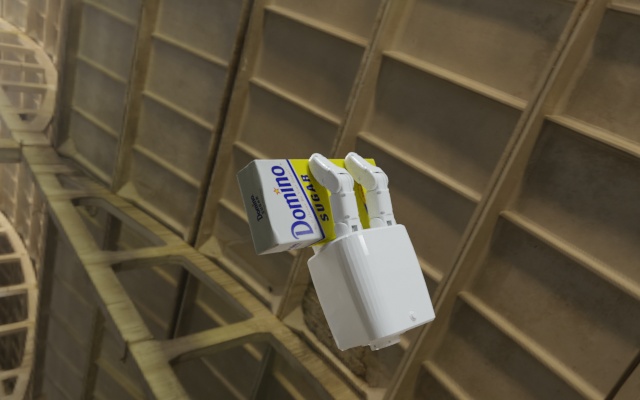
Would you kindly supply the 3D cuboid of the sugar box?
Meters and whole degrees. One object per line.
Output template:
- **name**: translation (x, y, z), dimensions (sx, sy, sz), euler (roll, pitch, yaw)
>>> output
- **sugar box**: translation (0.001, 0.002, 0.537), dimensions (0.176, 0.093, 0.048), euler (-5, -17, -43)
